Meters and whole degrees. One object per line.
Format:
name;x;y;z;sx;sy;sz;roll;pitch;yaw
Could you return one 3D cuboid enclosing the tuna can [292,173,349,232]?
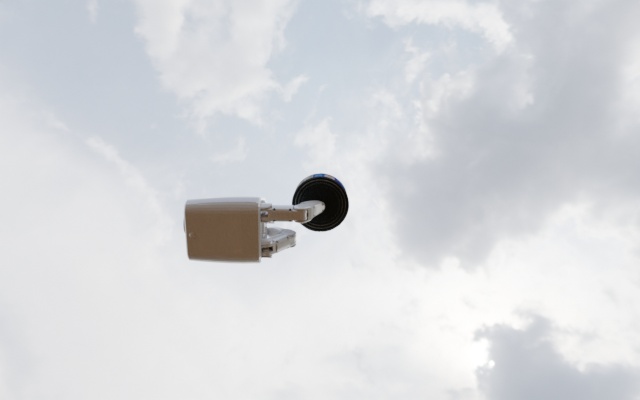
tuna can;0.000;0.002;0.726;0.086;0.086;0.033;0;15;1
